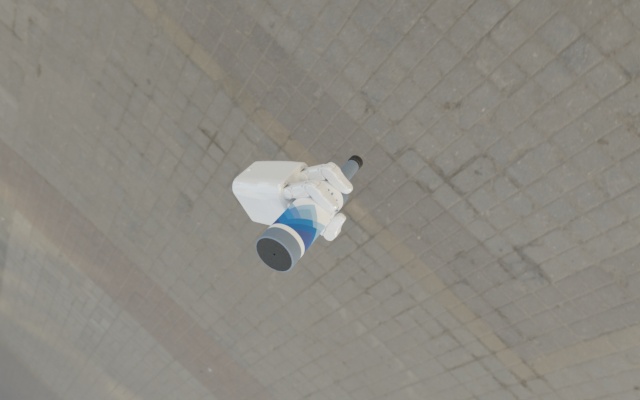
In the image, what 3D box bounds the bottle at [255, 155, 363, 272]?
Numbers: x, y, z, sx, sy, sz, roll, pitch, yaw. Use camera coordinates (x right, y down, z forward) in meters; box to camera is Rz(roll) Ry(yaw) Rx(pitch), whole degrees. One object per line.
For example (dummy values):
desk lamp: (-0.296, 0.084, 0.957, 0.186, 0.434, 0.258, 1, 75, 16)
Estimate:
bottle: (0.000, 0.003, 0.808, 0.069, 0.069, 0.295, 0, 32, 34)
